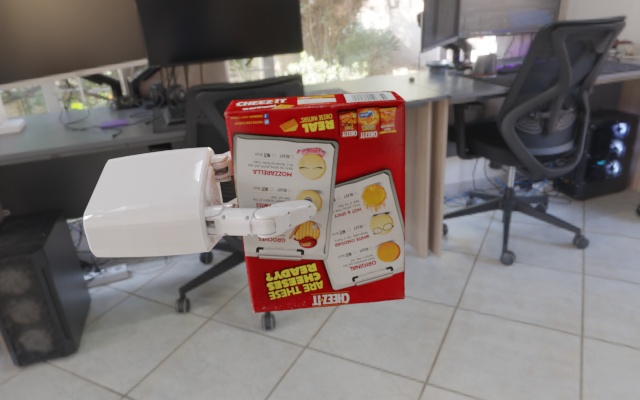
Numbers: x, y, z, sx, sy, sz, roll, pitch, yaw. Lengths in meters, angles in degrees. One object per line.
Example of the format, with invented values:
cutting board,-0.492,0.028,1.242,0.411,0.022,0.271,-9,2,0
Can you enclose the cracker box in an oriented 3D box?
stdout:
cracker box,0.000,0.002,0.489,0.164,0.214,0.072,-5,23,-1
